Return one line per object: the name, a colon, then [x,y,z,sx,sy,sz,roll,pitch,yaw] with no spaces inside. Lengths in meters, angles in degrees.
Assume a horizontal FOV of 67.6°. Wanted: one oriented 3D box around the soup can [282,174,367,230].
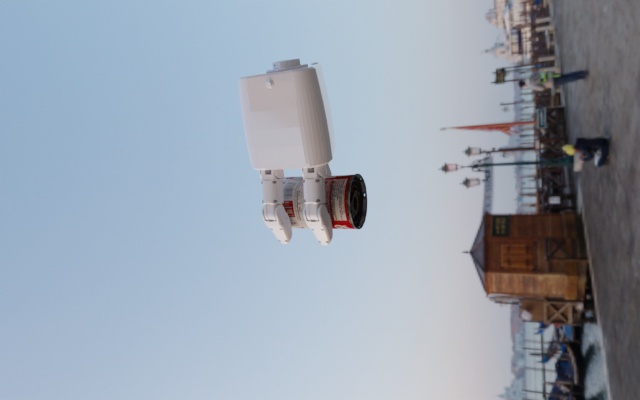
soup can: [0.000,0.002,0.597,0.102,0.068,0.068,-1,0,23]
